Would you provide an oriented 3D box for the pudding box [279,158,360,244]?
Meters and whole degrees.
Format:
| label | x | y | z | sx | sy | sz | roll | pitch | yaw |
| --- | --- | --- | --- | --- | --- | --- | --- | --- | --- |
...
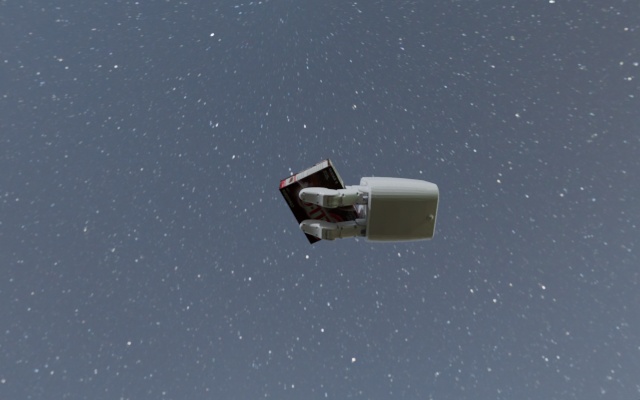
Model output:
| label | x | y | z | sx | sy | sz | roll | pitch | yaw |
| --- | --- | --- | --- | --- | --- | --- | --- | --- | --- |
| pudding box | 0.000 | 0.002 | 0.747 | 0.090 | 0.113 | 0.039 | -25 | 22 | 10 |
